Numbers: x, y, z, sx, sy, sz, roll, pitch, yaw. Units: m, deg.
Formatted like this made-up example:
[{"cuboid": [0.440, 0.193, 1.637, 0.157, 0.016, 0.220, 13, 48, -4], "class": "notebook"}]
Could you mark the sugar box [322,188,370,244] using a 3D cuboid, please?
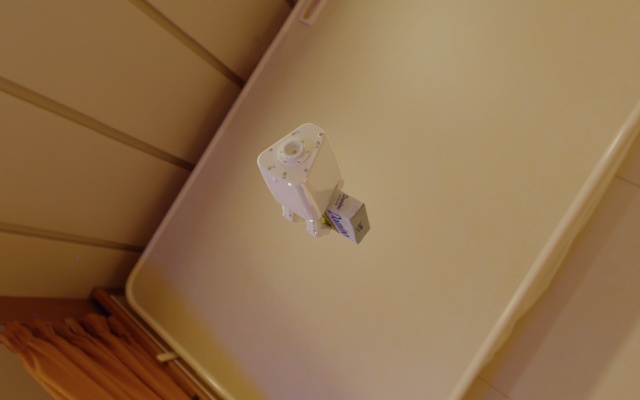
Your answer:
[{"cuboid": [0.000, 0.003, 0.834, 0.176, 0.048, 0.093, 32, -19, 27], "class": "sugar box"}]
